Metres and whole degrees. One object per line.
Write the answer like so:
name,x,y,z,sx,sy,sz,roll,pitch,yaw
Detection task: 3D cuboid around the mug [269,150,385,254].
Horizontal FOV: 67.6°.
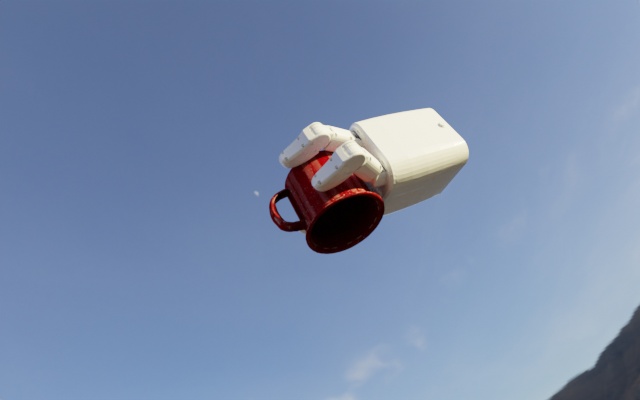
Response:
mug,-0.001,0.002,0.525,0.117,0.093,0.081,-16,50,-19
